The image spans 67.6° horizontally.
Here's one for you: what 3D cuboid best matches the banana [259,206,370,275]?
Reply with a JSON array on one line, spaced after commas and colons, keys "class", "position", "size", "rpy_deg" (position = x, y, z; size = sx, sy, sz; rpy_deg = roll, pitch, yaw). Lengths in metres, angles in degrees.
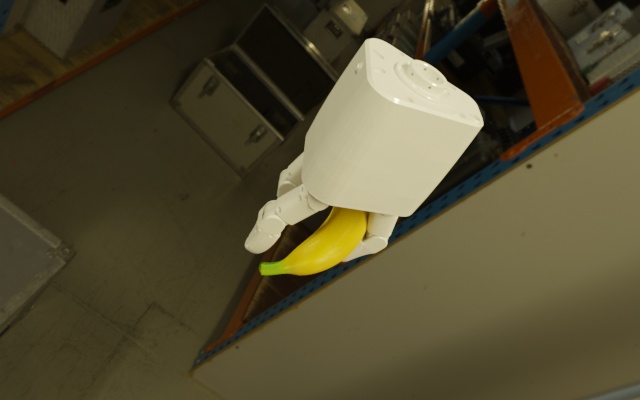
[{"class": "banana", "position": [0.016, 0.011, 0.468], "size": [0.069, 0.037, 0.197], "rpy_deg": [23, 41, 10]}]
